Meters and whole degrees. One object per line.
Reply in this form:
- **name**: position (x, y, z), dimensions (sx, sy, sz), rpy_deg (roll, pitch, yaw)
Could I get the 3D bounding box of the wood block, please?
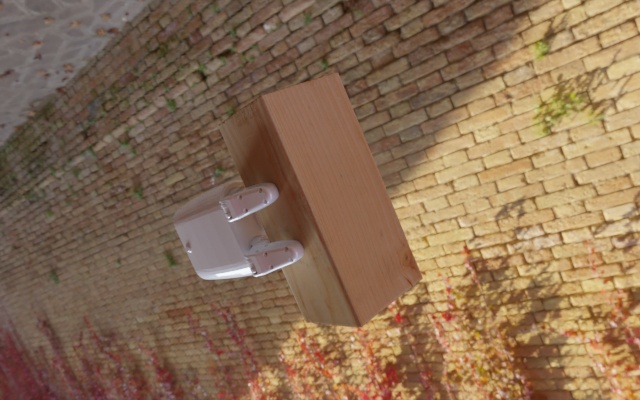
- **wood block**: position (0.000, 0.002, 0.445), dimensions (0.091, 0.206, 0.090), rpy_deg (-28, 8, -36)
